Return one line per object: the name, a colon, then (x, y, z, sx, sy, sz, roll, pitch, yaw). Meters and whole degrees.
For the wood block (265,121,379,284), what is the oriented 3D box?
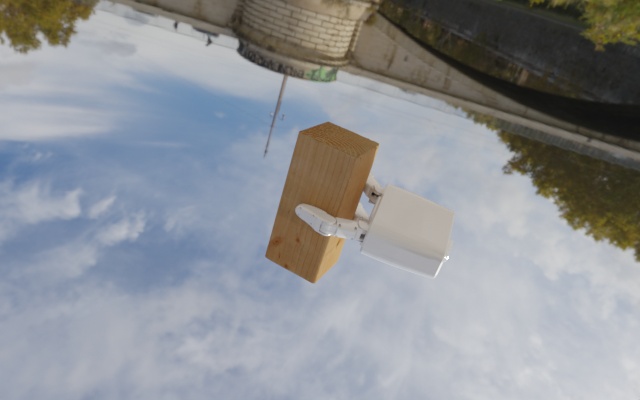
wood block: (0.000, 0.003, 0.694, 0.090, 0.206, 0.090, 26, 28, 18)
